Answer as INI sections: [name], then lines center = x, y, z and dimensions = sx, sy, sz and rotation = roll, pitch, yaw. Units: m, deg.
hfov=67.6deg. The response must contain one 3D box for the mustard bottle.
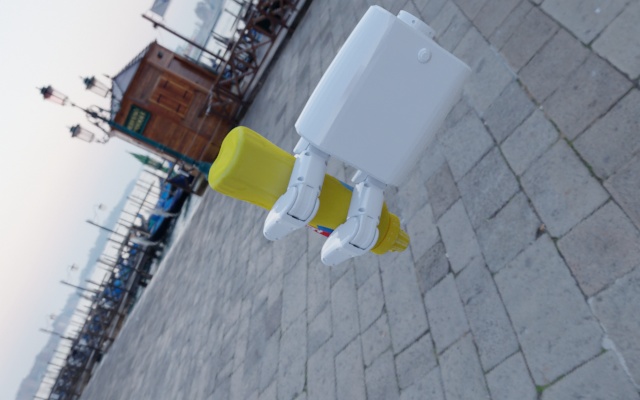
[mustard bottle]
center = 0.000, 0.002, 0.425
dimensions = 0.192, 0.058, 0.096
rotation = 26, -5, -20
